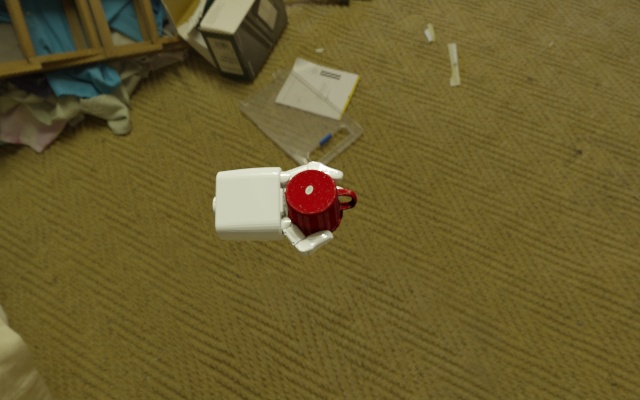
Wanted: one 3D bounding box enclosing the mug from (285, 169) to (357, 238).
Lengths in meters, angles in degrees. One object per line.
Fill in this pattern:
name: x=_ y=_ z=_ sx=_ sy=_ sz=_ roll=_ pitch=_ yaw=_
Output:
mug: x=0.002 y=0.002 z=0.762 sx=0.117 sy=0.093 sz=0.081 roll=-4 pitch=-27 yaw=3
